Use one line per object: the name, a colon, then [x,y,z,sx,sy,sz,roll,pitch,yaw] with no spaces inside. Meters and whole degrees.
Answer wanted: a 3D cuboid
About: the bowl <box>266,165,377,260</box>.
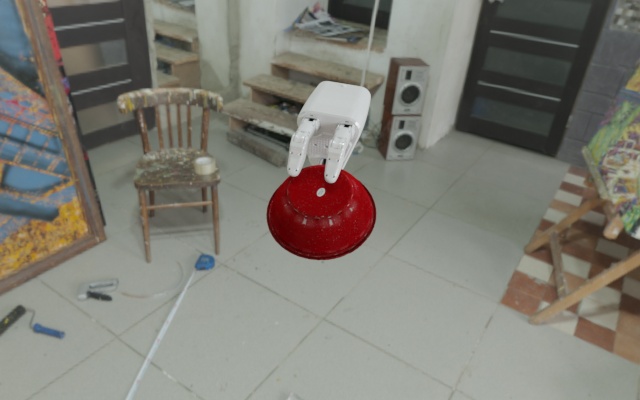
bowl: [0.000,0.003,0.679,0.162,0.162,0.055,0,-36,3]
